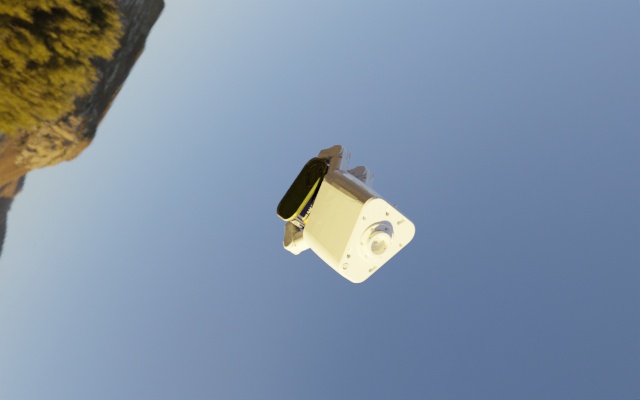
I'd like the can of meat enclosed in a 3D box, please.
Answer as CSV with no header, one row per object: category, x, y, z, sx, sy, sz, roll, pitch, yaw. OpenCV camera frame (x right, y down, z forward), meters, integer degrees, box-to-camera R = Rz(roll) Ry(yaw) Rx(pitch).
can of meat,0.000,0.003,0.702,0.084,0.102,0.057,36,-3,-32
